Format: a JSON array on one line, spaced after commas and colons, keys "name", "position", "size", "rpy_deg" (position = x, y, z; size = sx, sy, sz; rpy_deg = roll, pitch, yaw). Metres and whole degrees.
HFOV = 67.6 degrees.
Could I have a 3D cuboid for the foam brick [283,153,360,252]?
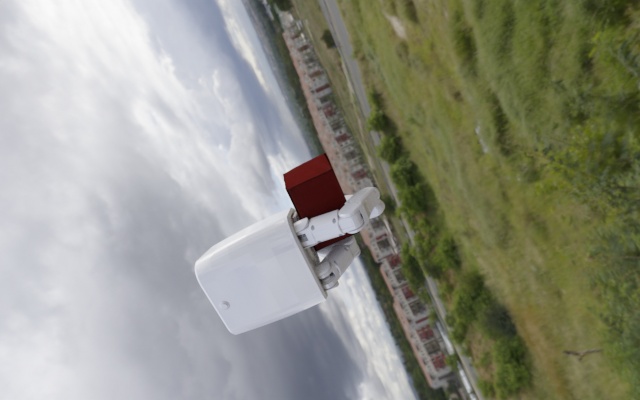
[{"name": "foam brick", "position": [0.000, 0.001, 0.494], "size": [0.051, 0.078, 0.053], "rpy_deg": [-23, 23, 3]}]
